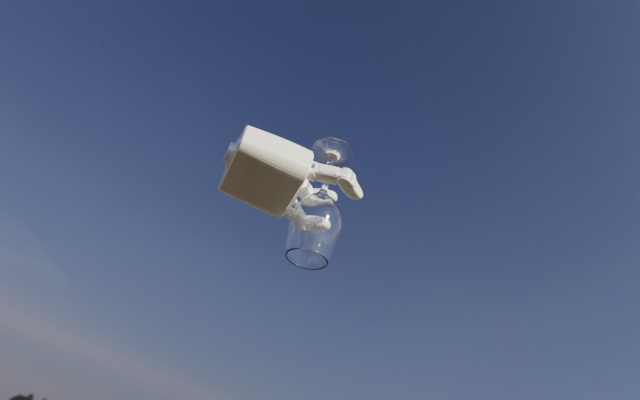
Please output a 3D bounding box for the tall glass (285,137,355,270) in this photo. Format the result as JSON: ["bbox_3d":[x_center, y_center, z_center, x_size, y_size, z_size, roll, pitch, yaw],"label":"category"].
[{"bbox_3d":[0.000,0.002,0.724,0.079,0.201,0.079,9,-33,6],"label":"tall glass"}]
